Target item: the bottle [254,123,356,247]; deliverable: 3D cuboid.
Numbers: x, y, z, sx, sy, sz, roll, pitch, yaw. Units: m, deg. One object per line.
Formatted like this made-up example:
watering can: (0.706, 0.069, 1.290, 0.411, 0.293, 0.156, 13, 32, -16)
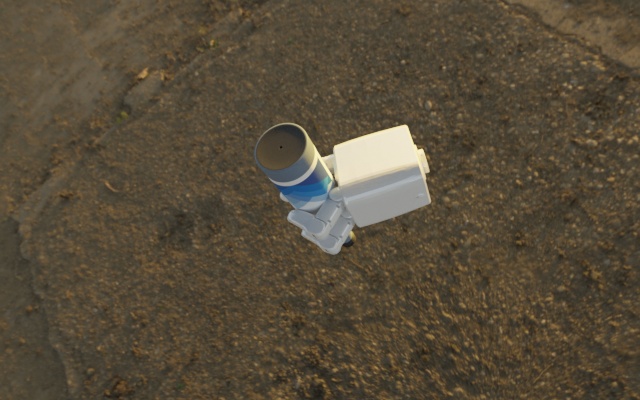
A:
bottle: (0.000, 0.002, 0.669, 0.069, 0.069, 0.296, 0, -25, 20)
